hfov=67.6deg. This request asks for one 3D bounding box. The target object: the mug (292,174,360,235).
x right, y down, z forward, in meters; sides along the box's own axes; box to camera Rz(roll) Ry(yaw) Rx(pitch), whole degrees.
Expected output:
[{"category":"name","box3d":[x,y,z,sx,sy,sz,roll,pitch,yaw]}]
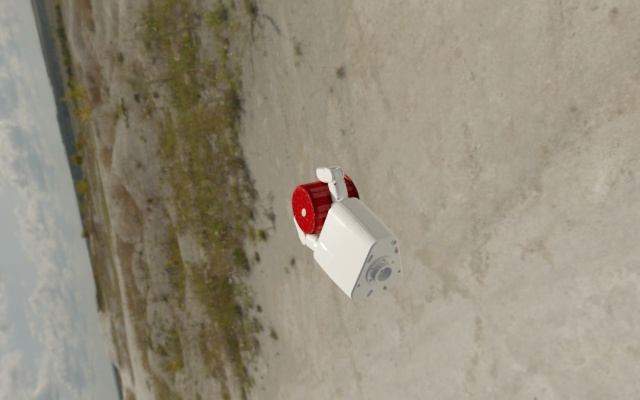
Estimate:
[{"category":"mug","box3d":[-0.001,0.002,0.781,0.081,0.093,0.117,-13,35,-27]}]
